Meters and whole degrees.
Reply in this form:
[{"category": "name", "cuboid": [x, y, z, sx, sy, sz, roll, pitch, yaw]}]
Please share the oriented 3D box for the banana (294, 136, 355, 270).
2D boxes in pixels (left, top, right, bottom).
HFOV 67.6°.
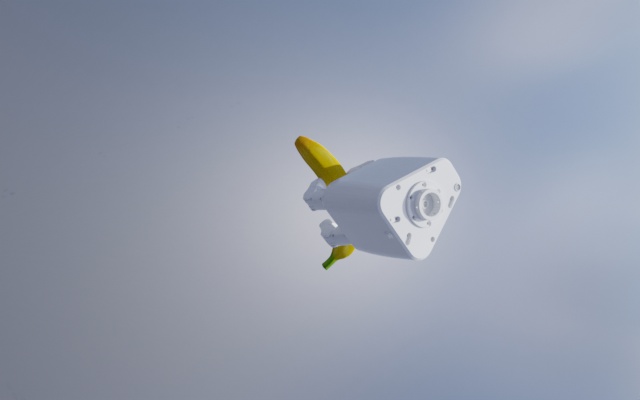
[{"category": "banana", "cuboid": [0.018, 0.000, 0.668, 0.069, 0.198, 0.037, -16, 13, -13]}]
